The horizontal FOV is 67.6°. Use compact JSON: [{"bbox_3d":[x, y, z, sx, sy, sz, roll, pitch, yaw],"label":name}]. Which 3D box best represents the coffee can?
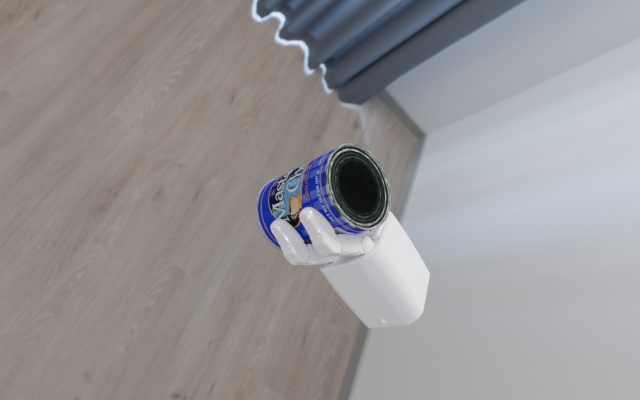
[{"bbox_3d":[0.000,0.002,0.588,0.103,0.102,0.140,0,-15,-42],"label":"coffee can"}]
